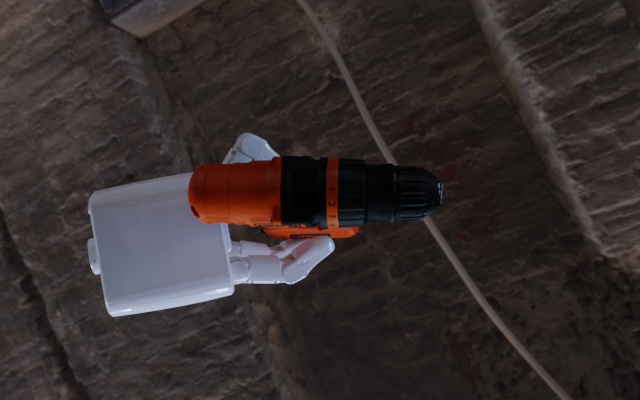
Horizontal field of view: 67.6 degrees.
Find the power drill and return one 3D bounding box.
[{"bbox_3d":[0.000,0.001,0.418,0.184,0.057,0.188,2,-8,4],"label":"power drill"}]
